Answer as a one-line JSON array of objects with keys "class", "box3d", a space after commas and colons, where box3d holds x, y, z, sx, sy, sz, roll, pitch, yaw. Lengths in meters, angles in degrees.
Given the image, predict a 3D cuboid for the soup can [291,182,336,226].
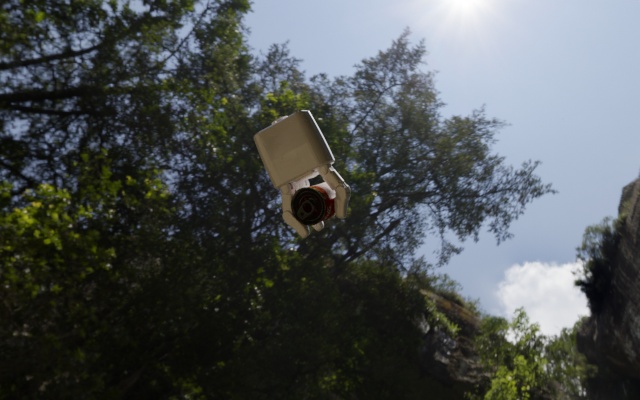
[{"class": "soup can", "box3d": [0.001, 0.003, 0.869, 0.068, 0.068, 0.102, 0, 9, 27]}]
